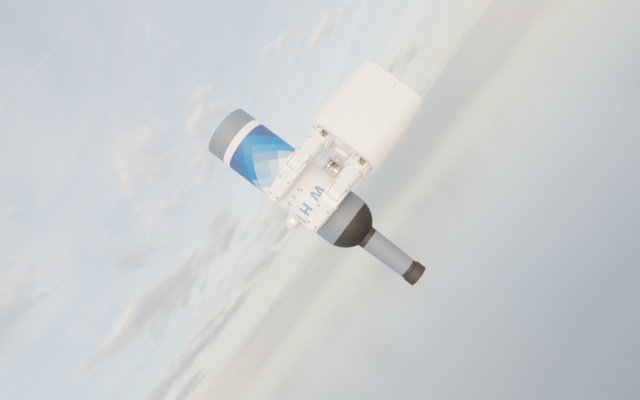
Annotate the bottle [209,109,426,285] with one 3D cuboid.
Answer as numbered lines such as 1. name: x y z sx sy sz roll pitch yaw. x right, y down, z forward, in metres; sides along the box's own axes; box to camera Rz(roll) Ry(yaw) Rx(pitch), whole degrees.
1. bottle: 0.000 0.002 0.579 0.295 0.069 0.069 37 3 5
